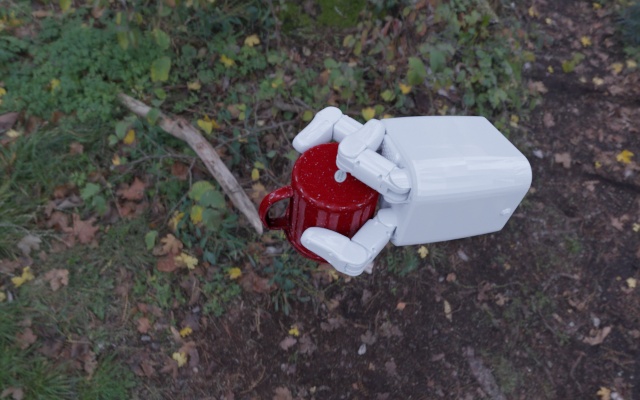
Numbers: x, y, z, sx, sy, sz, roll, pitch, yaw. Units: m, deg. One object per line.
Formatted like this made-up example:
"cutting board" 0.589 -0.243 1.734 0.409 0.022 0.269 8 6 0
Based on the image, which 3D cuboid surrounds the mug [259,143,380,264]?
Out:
"mug" -0.001 0.001 0.450 0.117 0.093 0.082 -7 -36 -11
